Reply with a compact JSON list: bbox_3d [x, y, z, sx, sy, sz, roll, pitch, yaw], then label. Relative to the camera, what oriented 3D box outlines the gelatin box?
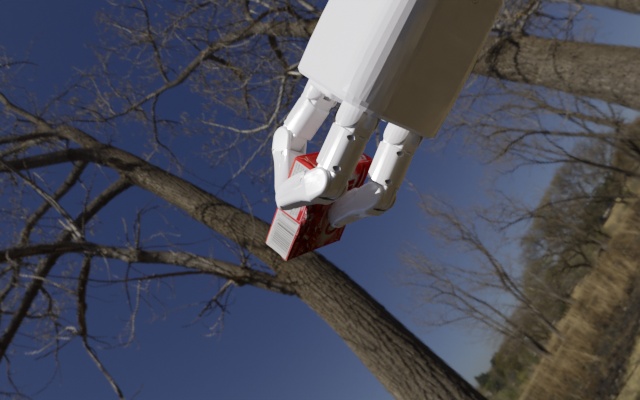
[{"bbox_3d":[0.000,0.001,0.401,0.030,0.089,0.073,38,32,28],"label":"gelatin box"}]
